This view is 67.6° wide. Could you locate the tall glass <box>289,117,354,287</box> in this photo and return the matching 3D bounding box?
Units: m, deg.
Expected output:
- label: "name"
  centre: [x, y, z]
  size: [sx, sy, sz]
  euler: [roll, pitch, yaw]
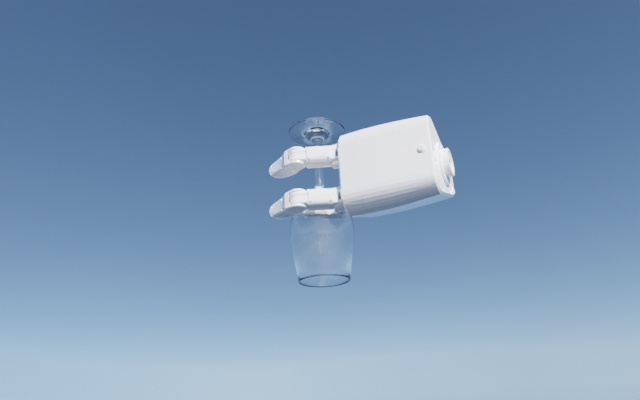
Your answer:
- label: "tall glass"
  centre: [0.000, 0.001, 0.592]
  size: [0.079, 0.201, 0.079]
  euler: [-2, -22, -1]
